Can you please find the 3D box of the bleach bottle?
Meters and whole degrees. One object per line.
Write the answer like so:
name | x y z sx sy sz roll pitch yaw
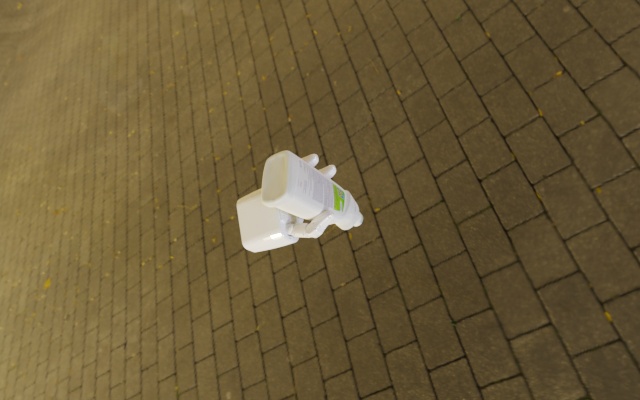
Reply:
bleach bottle | 0.000 0.003 0.890 0.068 0.102 0.251 -17 -31 34
